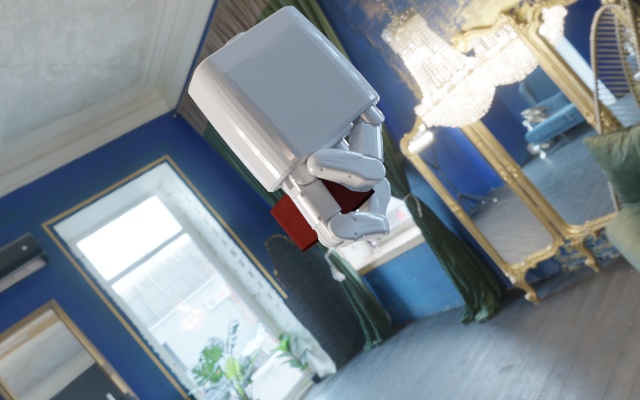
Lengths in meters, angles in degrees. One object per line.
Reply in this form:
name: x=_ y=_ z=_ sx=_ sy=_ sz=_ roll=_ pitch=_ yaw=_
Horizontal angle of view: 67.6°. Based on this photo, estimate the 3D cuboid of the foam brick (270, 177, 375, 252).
foam brick: x=0.000 y=0.002 z=0.429 sx=0.053 sy=0.051 sz=0.078 roll=-42 pitch=0 yaw=-36
